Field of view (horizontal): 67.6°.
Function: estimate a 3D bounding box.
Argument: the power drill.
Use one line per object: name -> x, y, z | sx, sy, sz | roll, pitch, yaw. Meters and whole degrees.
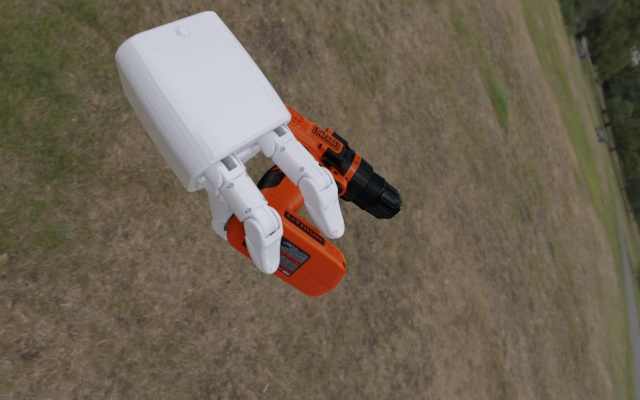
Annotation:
power drill -> 0.000, 0.002, 0.470 | 0.184, 0.057, 0.187 | 34, 35, -11
